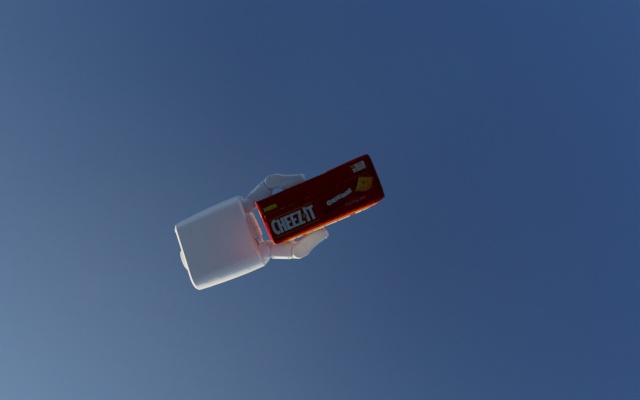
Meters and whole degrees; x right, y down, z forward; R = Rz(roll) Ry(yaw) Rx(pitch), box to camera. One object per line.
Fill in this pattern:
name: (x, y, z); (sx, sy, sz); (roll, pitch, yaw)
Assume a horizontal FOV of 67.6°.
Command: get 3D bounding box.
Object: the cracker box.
cracker box: (0.000, 0.002, 0.728); (0.164, 0.072, 0.213); (-24, -1, -1)
